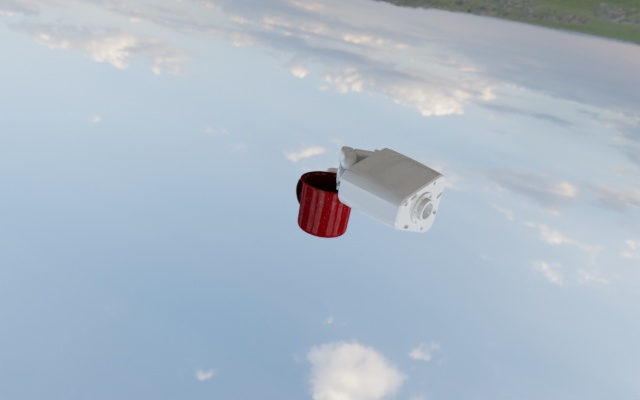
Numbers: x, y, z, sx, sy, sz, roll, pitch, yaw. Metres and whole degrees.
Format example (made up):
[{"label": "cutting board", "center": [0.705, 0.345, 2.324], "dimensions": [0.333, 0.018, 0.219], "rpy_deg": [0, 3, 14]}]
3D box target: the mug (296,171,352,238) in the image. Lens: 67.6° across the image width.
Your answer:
[{"label": "mug", "center": [-0.001, 0.002, 0.765], "dimensions": [0.093, 0.081, 0.117], "rpy_deg": [-13, 32, -44]}]
